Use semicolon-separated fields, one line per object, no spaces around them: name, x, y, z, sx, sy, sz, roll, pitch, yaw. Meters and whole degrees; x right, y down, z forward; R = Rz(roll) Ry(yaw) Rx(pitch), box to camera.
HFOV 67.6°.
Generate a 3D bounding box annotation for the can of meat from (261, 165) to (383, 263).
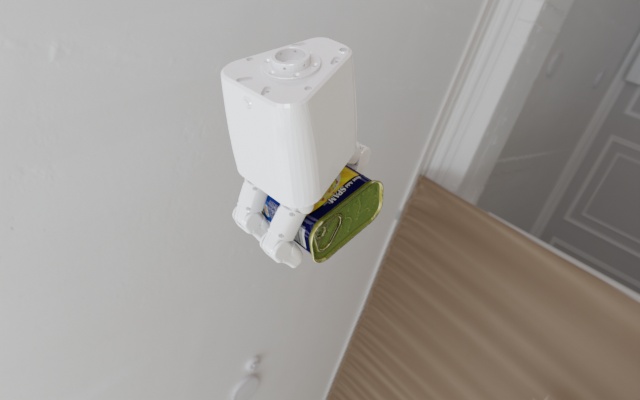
can of meat;0.000;0.001;0.494;0.102;0.057;0.084;-38;54;-26
